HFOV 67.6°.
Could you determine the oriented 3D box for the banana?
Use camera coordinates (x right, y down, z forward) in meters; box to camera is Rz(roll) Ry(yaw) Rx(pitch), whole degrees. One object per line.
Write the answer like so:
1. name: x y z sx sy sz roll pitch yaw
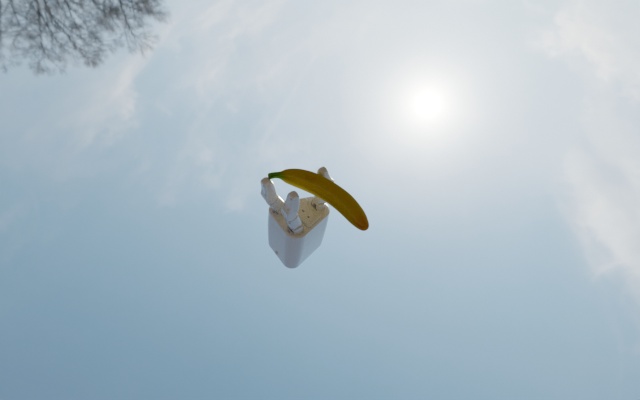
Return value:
1. banana: 0.006 -0.009 0.833 0.198 0.037 0.069 27 46 15
